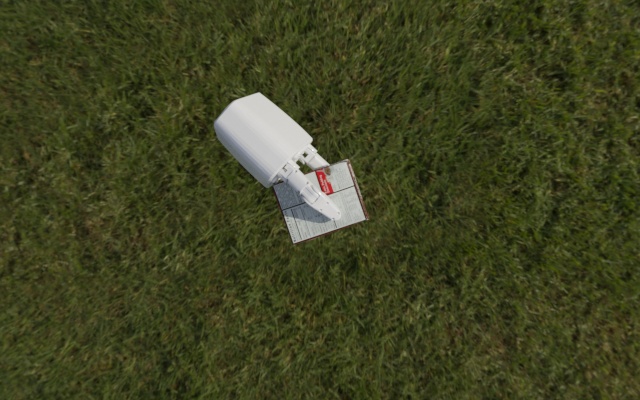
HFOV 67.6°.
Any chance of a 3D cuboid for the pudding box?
[{"bbox_3d":[0.000,0.002,0.660,0.113,0.090,0.039,-18,3,7],"label":"pudding box"}]
